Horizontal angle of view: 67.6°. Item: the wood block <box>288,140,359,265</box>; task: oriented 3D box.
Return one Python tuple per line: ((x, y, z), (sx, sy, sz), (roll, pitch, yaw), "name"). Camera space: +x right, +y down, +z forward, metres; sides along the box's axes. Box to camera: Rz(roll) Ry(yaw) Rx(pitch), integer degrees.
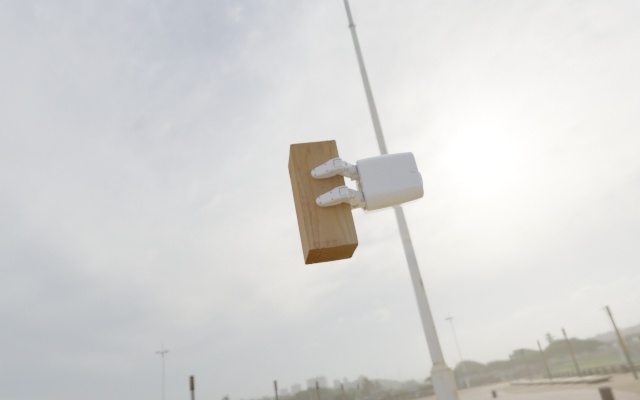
((0.000, 0.003, 0.879), (0.090, 0.206, 0.091), (-7, -24, -9), "wood block")
